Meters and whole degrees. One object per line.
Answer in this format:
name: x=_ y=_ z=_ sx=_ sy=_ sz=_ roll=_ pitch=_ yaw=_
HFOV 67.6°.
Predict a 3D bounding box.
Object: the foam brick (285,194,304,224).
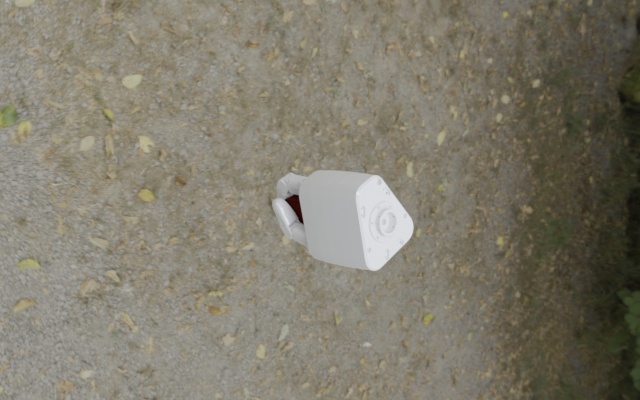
foam brick: x=0.000 y=0.002 z=0.678 sx=0.078 sy=0.053 sz=0.051 roll=-39 pitch=28 yaw=-30
